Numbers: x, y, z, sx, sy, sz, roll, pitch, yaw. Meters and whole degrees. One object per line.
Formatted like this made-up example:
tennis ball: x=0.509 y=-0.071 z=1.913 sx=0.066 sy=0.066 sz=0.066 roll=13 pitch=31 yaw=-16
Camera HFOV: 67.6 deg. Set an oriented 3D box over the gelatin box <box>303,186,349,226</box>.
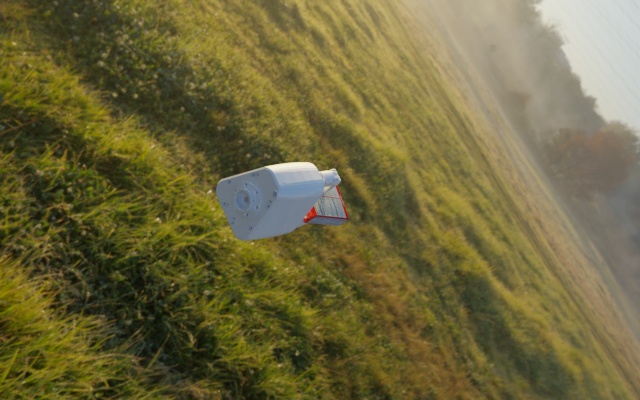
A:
gelatin box: x=0.001 y=0.002 z=0.791 sx=0.030 sy=0.073 sz=0.089 roll=-35 pitch=-26 yaw=34
